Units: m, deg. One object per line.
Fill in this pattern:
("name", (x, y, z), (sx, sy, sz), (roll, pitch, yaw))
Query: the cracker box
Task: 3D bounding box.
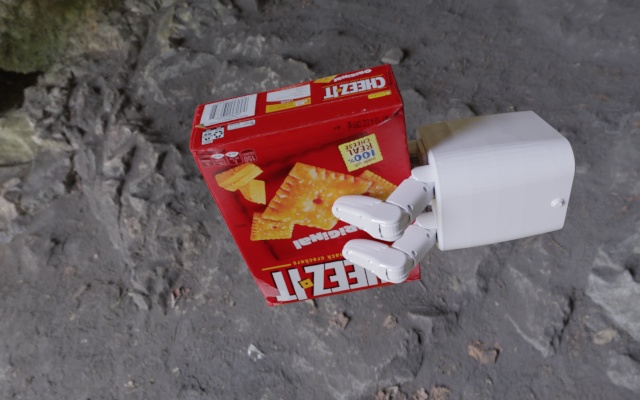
("cracker box", (0.000, 0.001, 0.434), (0.164, 0.214, 0.072), (-11, 43, 6))
